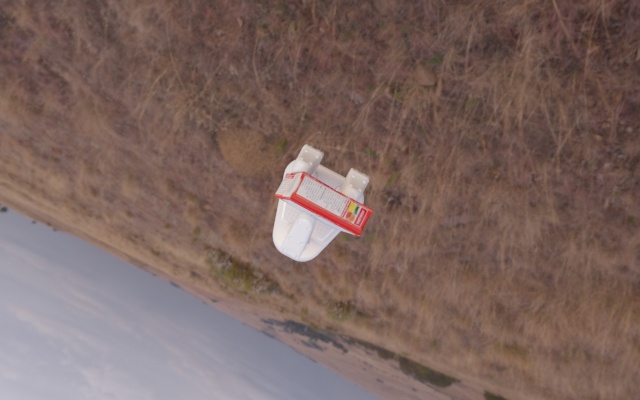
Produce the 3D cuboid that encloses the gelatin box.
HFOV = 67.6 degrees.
[{"bbox_3d":[0.000,0.002,0.454,0.073,0.030,0.089,29,-5,-13],"label":"gelatin box"}]
